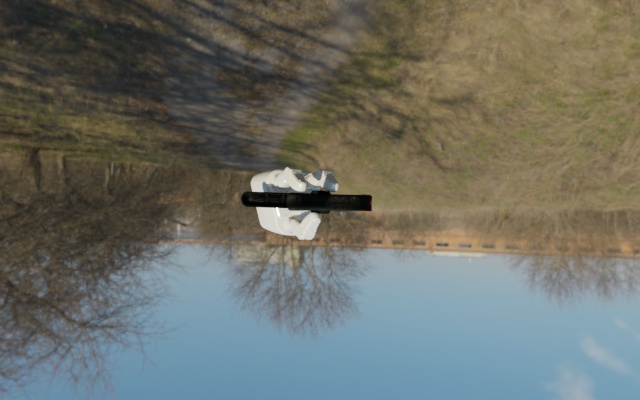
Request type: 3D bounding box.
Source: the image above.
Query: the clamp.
[{"bbox_3d":[0.000,0.003,0.740,0.210,0.036,0.164,2,1,-26],"label":"clamp"}]
